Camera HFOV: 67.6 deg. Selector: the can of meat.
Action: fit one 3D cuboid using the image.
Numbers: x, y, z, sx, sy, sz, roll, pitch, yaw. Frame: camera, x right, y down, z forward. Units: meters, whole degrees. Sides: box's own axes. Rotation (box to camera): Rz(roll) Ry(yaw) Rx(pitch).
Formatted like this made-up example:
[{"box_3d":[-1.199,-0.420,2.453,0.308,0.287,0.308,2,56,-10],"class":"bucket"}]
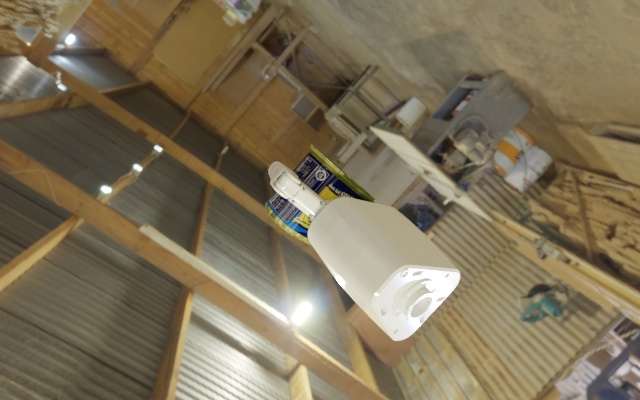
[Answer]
[{"box_3d":[0.000,0.002,0.525,0.102,0.084,0.057,35,8,-49],"class":"can of meat"}]
